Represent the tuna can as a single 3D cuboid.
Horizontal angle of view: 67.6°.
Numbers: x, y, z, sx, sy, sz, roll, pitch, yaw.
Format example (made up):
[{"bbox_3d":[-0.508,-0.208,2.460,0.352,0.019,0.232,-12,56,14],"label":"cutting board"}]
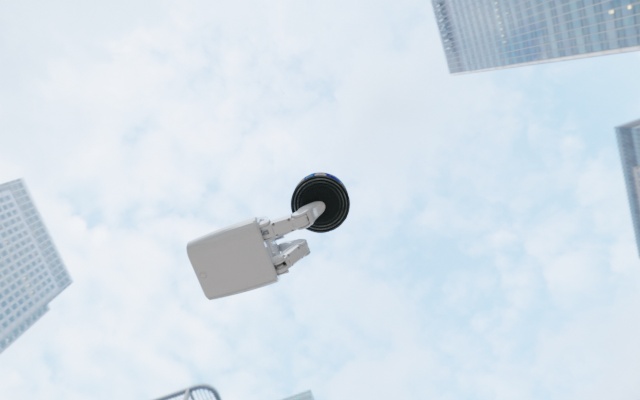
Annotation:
[{"bbox_3d":[0.000,0.002,0.700,0.086,0.086,0.033,0,14,1],"label":"tuna can"}]
